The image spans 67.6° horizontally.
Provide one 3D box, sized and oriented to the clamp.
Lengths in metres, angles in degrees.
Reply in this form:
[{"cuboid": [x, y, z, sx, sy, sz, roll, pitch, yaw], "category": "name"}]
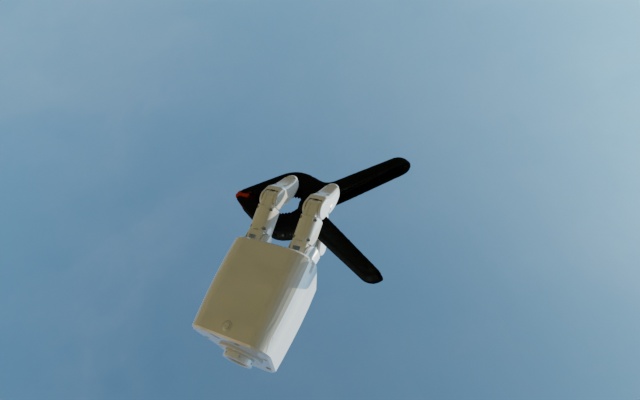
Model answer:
[{"cuboid": [0.000, 0.002, 0.571, 0.210, 0.164, 0.036, 12, -32, 25], "category": "clamp"}]
